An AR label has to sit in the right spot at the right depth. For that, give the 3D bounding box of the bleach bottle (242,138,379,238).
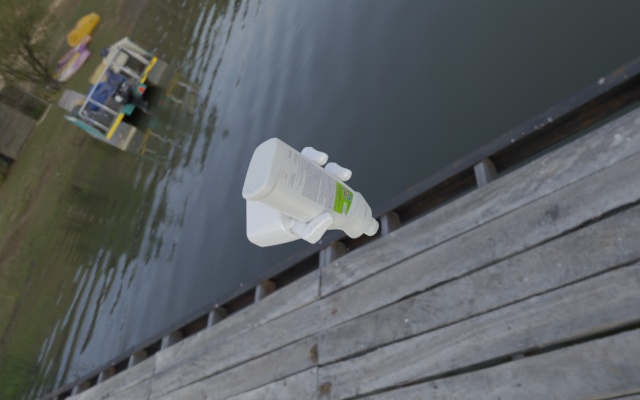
[{"bbox_3d":[0.000,0.002,0.767,0.251,0.102,0.068,31,-33,-33],"label":"bleach bottle"}]
